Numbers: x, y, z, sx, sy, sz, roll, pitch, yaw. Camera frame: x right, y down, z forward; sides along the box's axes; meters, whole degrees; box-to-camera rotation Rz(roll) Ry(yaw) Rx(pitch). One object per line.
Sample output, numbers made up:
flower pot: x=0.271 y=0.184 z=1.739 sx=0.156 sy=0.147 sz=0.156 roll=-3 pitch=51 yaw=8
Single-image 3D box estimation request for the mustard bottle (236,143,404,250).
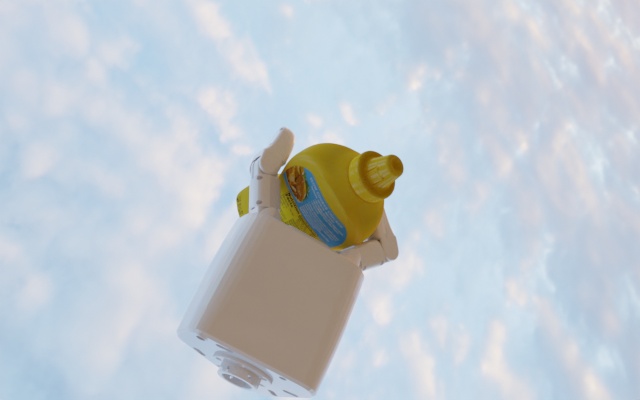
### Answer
mustard bottle: x=0.000 y=0.001 z=0.431 sx=0.058 sy=0.096 sz=0.192 roll=-34 pitch=5 yaw=-41
